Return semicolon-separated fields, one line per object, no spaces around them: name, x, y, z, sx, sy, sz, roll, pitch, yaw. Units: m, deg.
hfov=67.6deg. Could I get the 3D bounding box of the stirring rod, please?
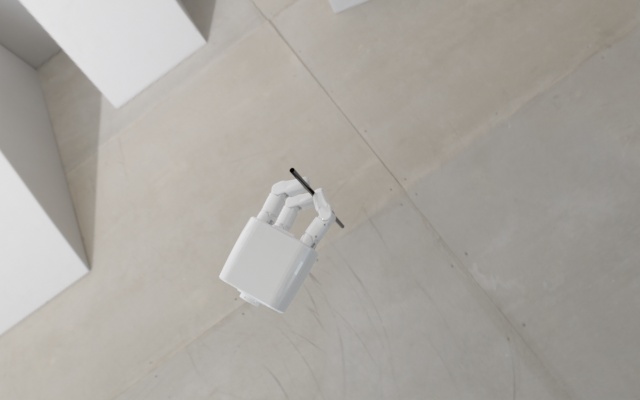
stirring rod;0.000;0.003;0.778;0.011;0.011;0.240;0;-22;21
